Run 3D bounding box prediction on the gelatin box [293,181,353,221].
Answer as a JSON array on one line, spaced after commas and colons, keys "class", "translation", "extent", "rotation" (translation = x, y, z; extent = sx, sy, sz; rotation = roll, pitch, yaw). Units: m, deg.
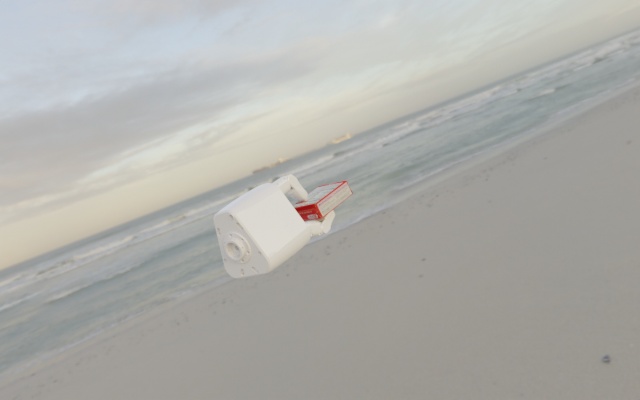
[{"class": "gelatin box", "translation": [0.000, 0.002, 0.813], "extent": [0.073, 0.030, 0.089], "rotation": [-11, 21, 48]}]
